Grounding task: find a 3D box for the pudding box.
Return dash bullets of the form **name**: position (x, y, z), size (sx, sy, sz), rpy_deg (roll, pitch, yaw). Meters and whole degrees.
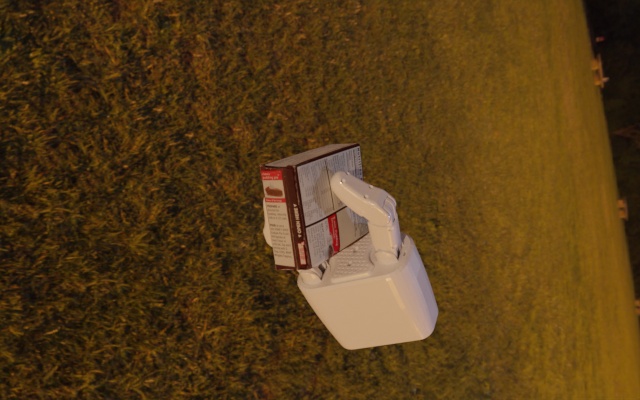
- **pudding box**: position (0.000, 0.001, 0.421), size (0.039, 0.090, 0.113), rpy_deg (-1, 14, 32)
